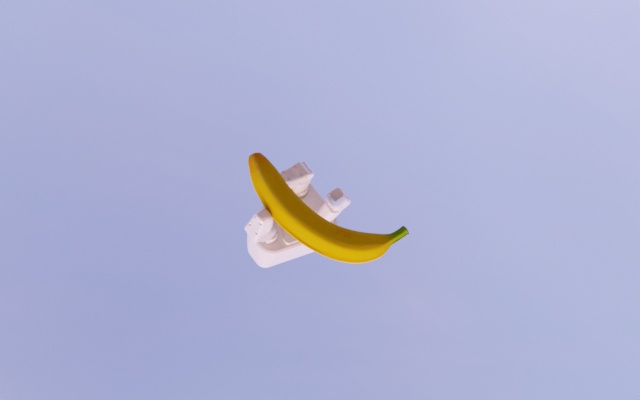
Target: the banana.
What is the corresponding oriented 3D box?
[{"bbox_3d":[-0.005,0.019,0.531,0.198,0.069,0.037,28,-20,2],"label":"banana"}]
